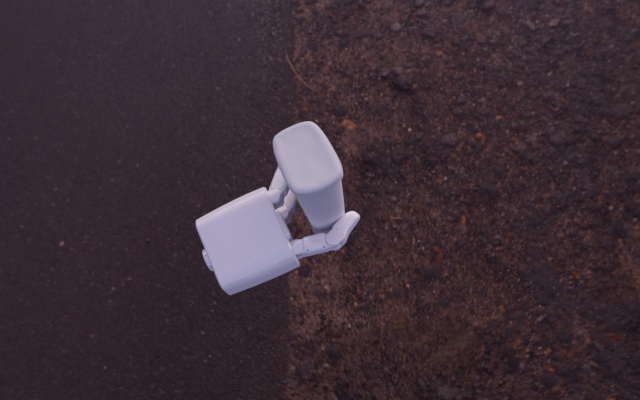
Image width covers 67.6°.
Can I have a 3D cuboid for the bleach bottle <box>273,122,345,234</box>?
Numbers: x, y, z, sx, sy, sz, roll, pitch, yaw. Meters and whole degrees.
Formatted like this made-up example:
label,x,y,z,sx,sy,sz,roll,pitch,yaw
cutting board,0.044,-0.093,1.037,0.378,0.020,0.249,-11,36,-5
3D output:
label,x,y,z,sx,sy,sz,roll,pitch,yaw
bleach bottle,0.000,0.002,0.667,0.068,0.102,0.251,-24,-28,-3
